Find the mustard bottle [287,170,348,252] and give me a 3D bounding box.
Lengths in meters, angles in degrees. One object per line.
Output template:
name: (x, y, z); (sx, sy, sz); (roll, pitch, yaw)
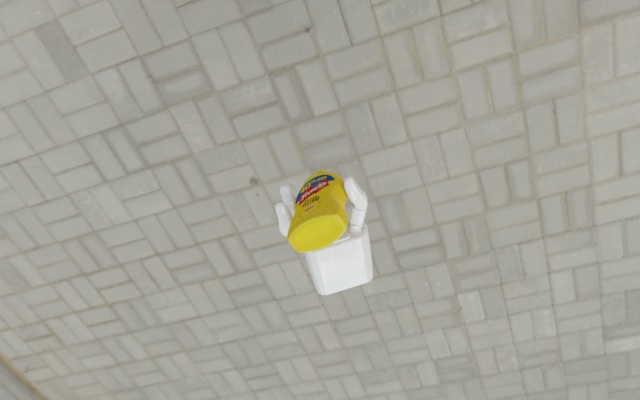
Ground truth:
mustard bottle: (0.000, 0.002, 0.800); (0.096, 0.058, 0.191); (-29, 25, 20)
